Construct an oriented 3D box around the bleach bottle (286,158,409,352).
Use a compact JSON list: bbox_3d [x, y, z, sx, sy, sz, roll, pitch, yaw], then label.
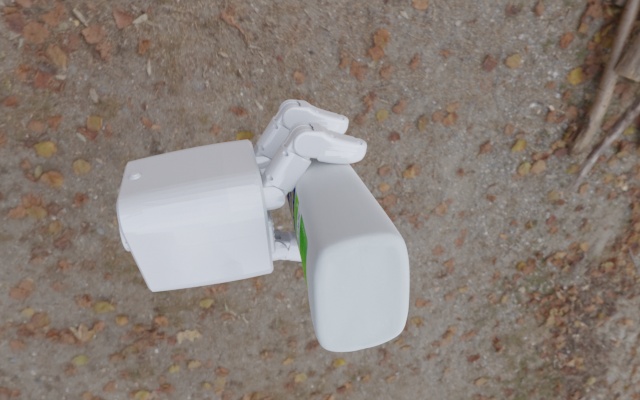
[{"bbox_3d":[0.000,0.001,0.415,0.068,0.103,0.250,-10,32,-9],"label":"bleach bottle"}]
